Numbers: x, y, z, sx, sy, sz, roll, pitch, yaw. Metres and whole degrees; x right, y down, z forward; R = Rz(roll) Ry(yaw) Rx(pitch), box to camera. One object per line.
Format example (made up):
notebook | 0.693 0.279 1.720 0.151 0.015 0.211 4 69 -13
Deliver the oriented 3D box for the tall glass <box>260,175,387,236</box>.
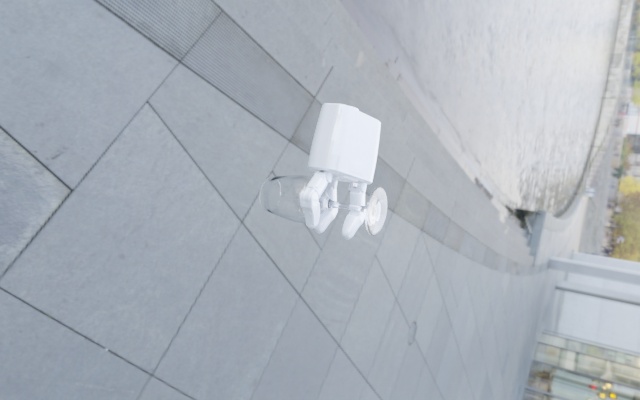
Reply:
tall glass | 0.001 0.003 0.766 0.201 0.079 0.079 9 4 30
